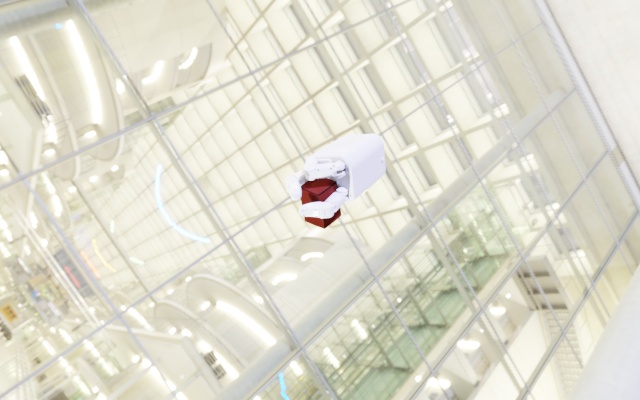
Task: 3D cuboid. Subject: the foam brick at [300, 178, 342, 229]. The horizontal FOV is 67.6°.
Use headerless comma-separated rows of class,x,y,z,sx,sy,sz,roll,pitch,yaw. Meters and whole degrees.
foam brick,0.000,0.003,0.877,0.053,0.078,0.051,22,45,37
